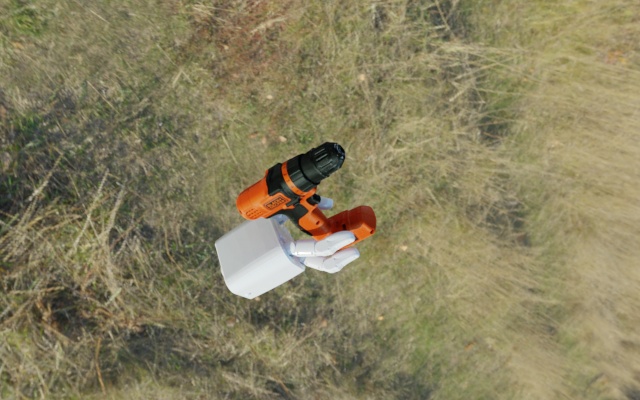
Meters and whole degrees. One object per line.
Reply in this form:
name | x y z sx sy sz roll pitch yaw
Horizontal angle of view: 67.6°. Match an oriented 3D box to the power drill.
power drill | 0.000 0.003 0.701 0.184 0.057 0.188 -27 -44 30
